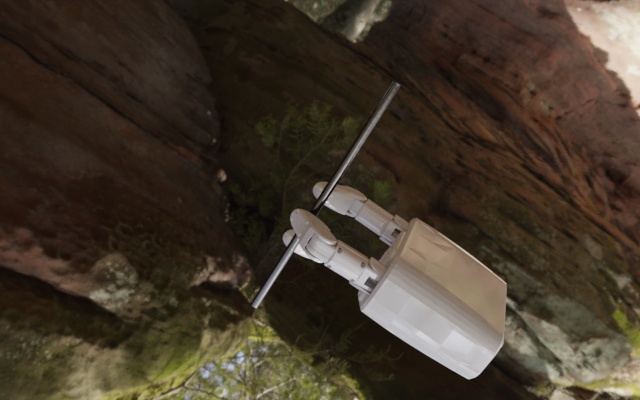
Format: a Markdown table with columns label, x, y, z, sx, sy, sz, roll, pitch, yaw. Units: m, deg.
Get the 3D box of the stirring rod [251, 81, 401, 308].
| label | x | y | z | sx | sy | sz | roll | pitch | yaw |
| --- | --- | --- | --- | --- | --- | --- | --- | --- | --- |
| stirring rod | 0.000 | 0.001 | 0.423 | 0.011 | 0.239 | 0.011 | 30 | 15 | -9 |
